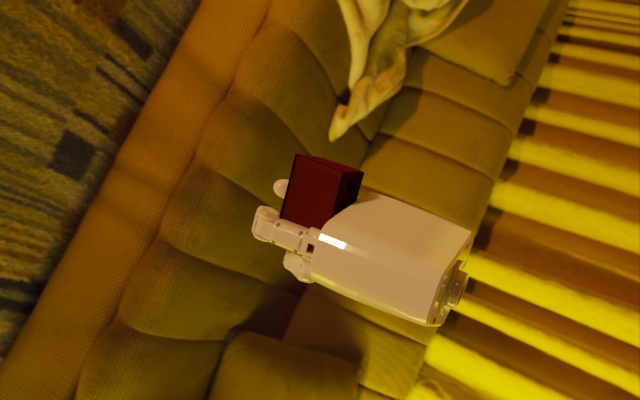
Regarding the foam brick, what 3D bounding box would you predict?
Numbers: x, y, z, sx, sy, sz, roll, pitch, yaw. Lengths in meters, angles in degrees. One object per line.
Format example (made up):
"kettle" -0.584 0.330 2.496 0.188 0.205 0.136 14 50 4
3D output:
"foam brick" 0.000 0.001 0.444 0.051 0.078 0.053 20 12 25
